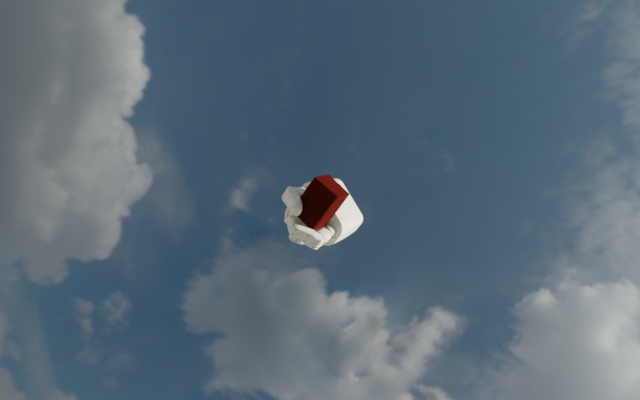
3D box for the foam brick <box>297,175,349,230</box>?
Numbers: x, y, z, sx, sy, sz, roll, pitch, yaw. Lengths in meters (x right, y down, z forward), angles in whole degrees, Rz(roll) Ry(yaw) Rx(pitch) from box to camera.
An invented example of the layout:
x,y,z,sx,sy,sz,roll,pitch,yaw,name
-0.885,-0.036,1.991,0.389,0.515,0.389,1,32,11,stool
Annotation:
x,y,z,sx,sy,sz,roll,pitch,yaw,name
0.000,0.002,0.802,0.053,0.078,0.051,44,26,16,foam brick
